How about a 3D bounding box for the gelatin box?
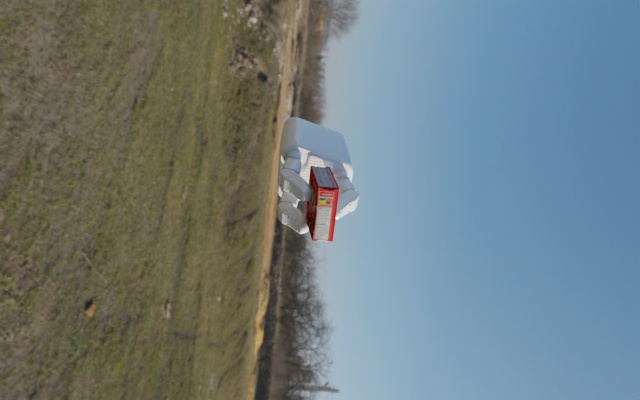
[{"bbox_3d":[0.001,0.002,0.624,0.030,0.073,0.089,3,22,-9],"label":"gelatin box"}]
